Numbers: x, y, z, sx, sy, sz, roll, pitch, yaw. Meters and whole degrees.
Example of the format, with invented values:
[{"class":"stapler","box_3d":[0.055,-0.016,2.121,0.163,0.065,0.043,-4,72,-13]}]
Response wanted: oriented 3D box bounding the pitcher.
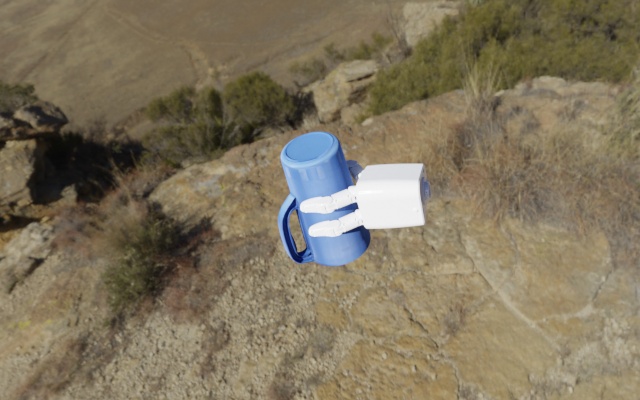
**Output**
[{"class":"pitcher","box_3d":[0.000,0.003,0.896,0.145,0.243,0.149,-1,40,21]}]
